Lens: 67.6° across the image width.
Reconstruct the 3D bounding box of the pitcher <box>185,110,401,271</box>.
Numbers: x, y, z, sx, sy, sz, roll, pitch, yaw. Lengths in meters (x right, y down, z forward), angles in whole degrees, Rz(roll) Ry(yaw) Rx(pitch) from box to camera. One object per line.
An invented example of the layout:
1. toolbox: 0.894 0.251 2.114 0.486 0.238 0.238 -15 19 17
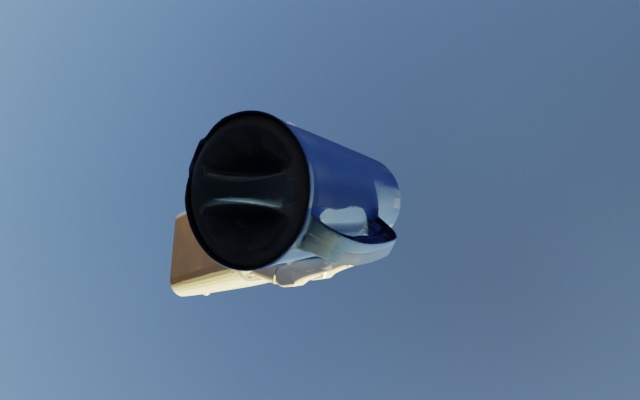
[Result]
1. pitcher: 0.000 0.002 0.488 0.145 0.149 0.243 -20 -12 28
